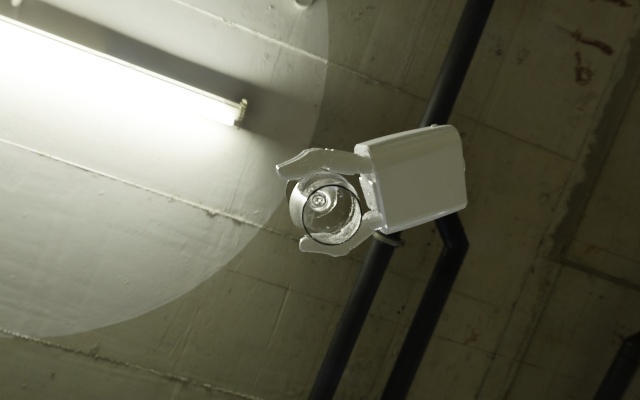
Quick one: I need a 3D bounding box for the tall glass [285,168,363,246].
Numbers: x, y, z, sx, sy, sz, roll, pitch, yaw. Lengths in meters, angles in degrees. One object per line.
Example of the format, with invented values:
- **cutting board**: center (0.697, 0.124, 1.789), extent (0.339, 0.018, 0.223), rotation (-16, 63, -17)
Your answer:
- **tall glass**: center (0.000, 0.002, 0.571), extent (0.079, 0.079, 0.201), rotation (0, 8, -7)
